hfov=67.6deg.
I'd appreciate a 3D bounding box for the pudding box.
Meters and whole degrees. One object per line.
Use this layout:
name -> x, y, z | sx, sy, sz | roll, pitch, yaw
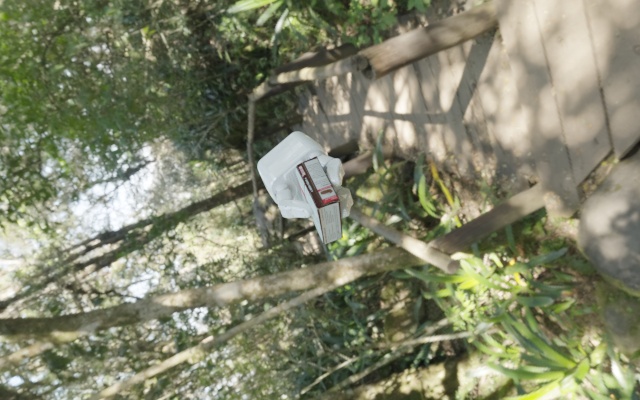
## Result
pudding box -> 0.000, 0.002, 0.731 | 0.039, 0.090, 0.114 | -23, -31, -7
